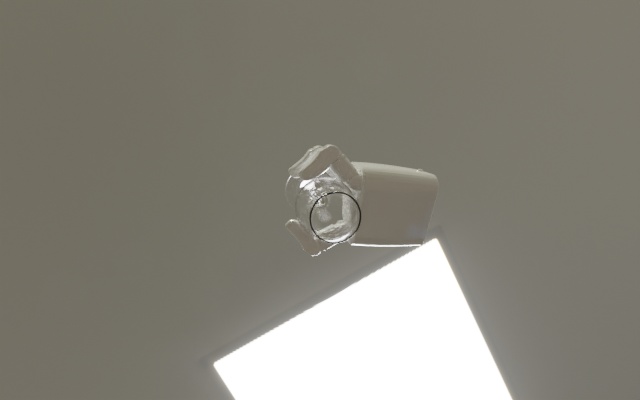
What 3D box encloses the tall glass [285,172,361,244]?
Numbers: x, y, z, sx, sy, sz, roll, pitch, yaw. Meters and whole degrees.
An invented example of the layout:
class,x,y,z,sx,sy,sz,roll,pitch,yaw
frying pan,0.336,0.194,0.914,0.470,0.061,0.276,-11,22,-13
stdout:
class,x,y,z,sx,sy,sz,roll,pitch,yaw
tall glass,0.000,0.002,0.647,0.079,0.079,0.201,0,11,-10
